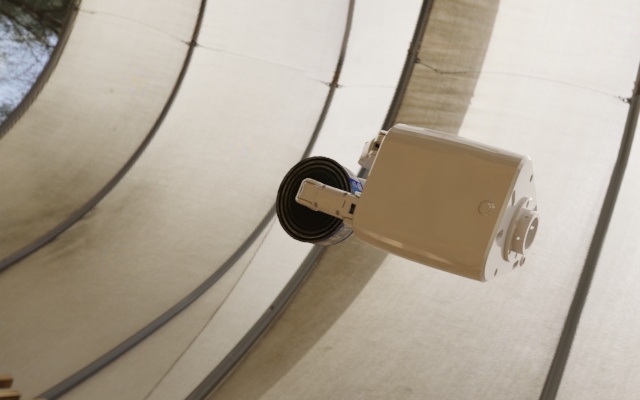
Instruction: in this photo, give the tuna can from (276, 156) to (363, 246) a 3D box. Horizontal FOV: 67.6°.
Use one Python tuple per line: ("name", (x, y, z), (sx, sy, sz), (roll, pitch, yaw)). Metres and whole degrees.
("tuna can", (0.000, 0.002, 0.472), (0.086, 0.086, 0.034), (0, -12, 32))
